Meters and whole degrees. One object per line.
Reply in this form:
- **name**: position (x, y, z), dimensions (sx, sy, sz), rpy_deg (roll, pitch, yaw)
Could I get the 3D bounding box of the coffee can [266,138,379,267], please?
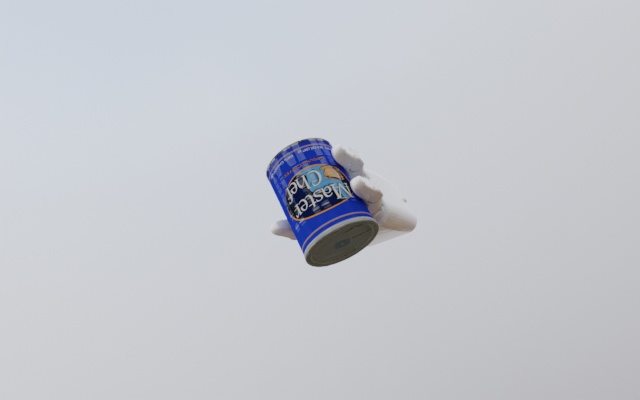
- **coffee can**: position (0.000, 0.002, 0.636), dimensions (0.103, 0.140, 0.103), rpy_deg (-21, -29, -12)
